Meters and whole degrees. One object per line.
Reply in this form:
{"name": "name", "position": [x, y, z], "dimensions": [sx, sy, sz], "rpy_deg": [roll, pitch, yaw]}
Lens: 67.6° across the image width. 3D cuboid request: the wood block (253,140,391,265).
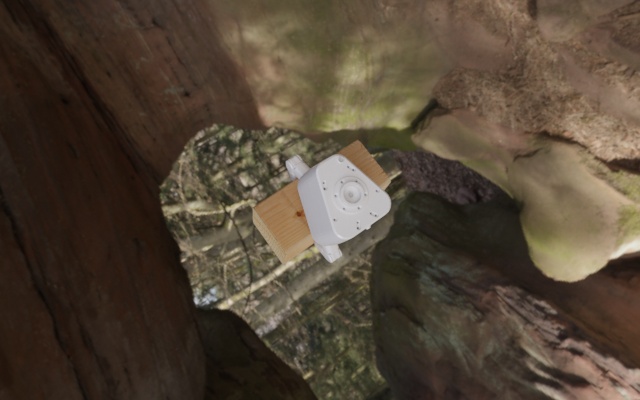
{"name": "wood block", "position": [0.000, 0.002, 0.779], "dimensions": [0.206, 0.091, 0.090], "rpy_deg": [-33, -11, -16]}
